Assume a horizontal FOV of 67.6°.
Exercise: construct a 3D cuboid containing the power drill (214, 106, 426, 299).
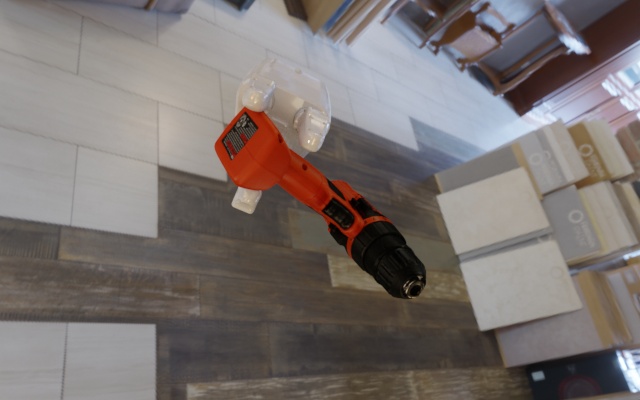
[{"bbox_3d":[0.000,0.001,0.433,0.188,0.057,0.184,38,5,-35],"label":"power drill"}]
